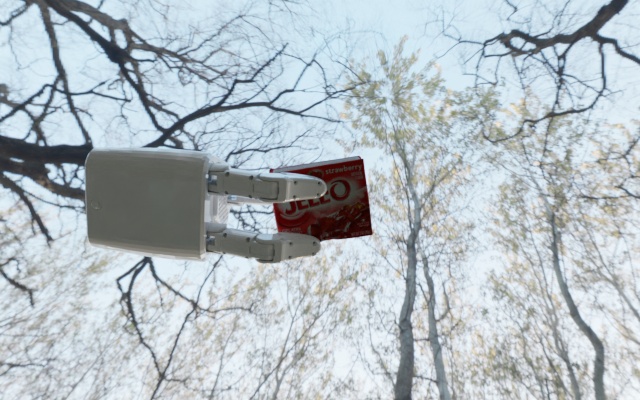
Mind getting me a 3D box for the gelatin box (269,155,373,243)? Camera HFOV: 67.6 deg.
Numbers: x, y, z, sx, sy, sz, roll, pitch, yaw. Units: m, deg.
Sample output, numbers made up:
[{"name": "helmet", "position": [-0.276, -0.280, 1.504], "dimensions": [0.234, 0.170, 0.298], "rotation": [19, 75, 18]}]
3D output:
[{"name": "gelatin box", "position": [0.000, 0.001, 0.445], "dimensions": [0.089, 0.073, 0.030], "rotation": [-9, 14, -1]}]
